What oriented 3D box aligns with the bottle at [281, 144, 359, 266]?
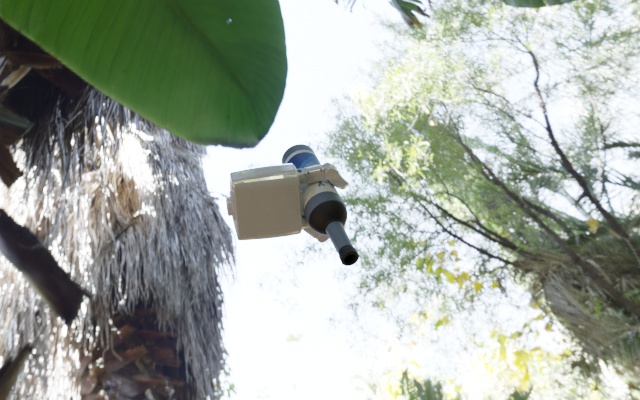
[{"bbox_3d":[0.000,0.002,0.797,0.069,0.069,0.295,0,34,-20],"label":"bottle"}]
